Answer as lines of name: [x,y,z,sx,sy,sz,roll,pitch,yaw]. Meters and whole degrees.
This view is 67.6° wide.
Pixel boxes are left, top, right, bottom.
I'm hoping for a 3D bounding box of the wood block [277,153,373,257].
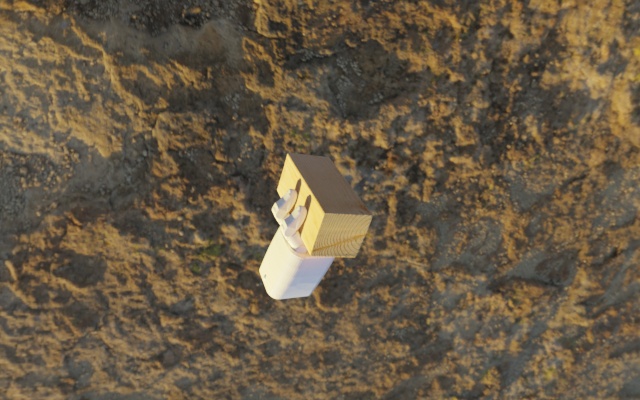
wood block: [0.000,0.003,0.858,0.091,0.090,0.206,4,31,-26]
